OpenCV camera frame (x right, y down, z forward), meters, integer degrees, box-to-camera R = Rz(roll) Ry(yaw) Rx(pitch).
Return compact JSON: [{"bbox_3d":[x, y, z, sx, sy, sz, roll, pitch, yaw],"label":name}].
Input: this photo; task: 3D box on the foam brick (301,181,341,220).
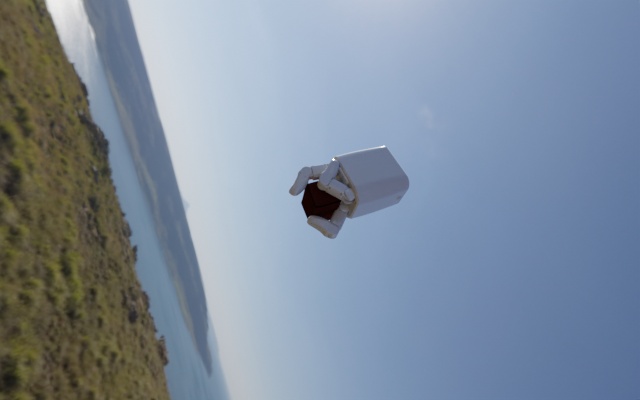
[{"bbox_3d":[0.000,0.003,0.879,0.051,0.053,0.078,-16,-22,-16],"label":"foam brick"}]
